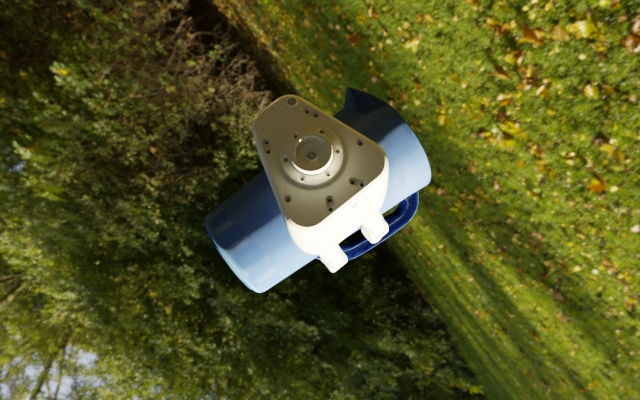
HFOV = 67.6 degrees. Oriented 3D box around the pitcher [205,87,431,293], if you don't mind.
[{"bbox_3d":[0.000,0.002,0.555,0.243,0.149,0.145,-36,-14,-6],"label":"pitcher"}]
